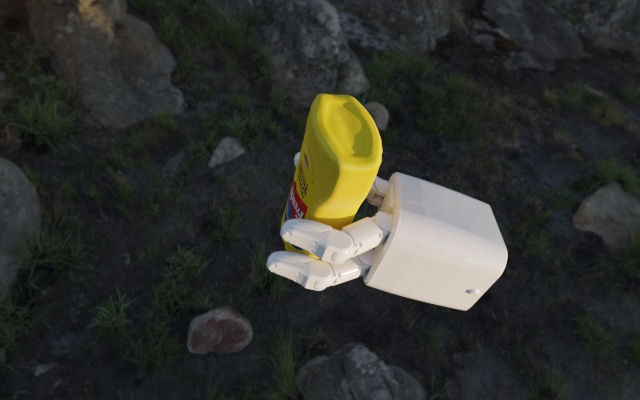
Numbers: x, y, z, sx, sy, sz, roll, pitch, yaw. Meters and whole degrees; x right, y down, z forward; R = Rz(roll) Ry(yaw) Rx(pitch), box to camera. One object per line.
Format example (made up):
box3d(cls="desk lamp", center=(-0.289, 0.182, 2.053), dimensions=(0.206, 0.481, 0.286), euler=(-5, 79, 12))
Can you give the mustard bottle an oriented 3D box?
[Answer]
box3d(cls="mustard bottle", center=(0.000, 0.001, 0.453), dimensions=(0.058, 0.096, 0.192), euler=(-2, -40, -18))
